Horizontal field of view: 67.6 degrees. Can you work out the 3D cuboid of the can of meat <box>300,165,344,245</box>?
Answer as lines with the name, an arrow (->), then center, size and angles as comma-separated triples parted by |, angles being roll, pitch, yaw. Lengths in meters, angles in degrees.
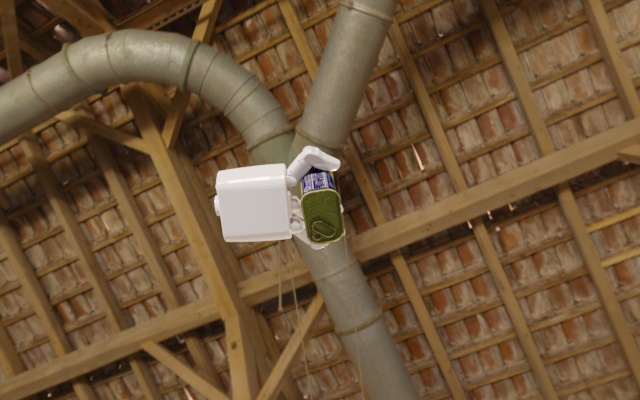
can of meat -> 0.000, 0.002, 0.741 | 0.057, 0.102, 0.084 | -9, 37, 0
